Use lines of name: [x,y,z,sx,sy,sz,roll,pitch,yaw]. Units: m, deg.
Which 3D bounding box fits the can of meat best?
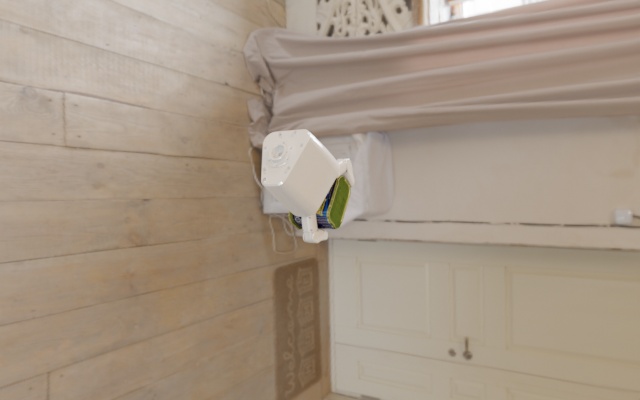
can of meat: [0.000,0.003,0.870,0.084,0.102,0.057,0,-30,31]
